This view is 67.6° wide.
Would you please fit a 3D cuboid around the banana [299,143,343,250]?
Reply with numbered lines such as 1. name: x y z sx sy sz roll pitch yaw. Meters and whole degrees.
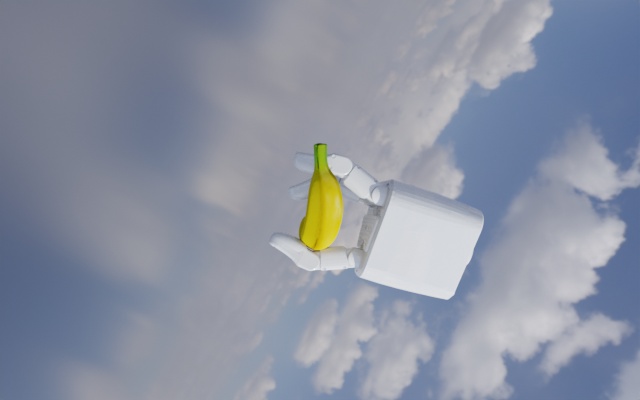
1. banana: -0.001 0.017 0.503 0.037 0.069 0.198 6 -24 -5
